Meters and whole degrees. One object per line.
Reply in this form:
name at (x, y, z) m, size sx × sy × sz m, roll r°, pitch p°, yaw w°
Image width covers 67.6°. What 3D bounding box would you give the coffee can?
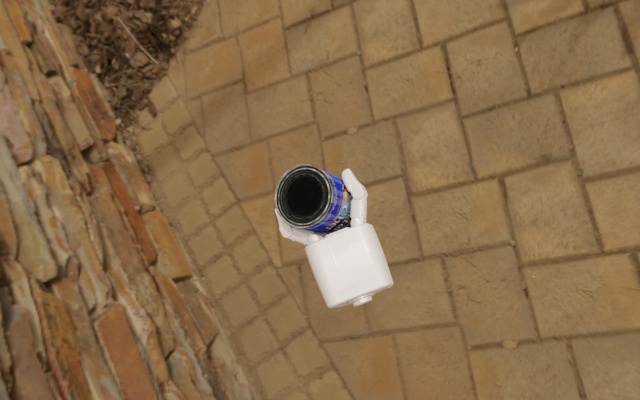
coffee can at (0.000, 0.002, 0.810) m, size 0.103 × 0.103 × 0.140 m, roll 0°, pitch -8°, yaw 24°
